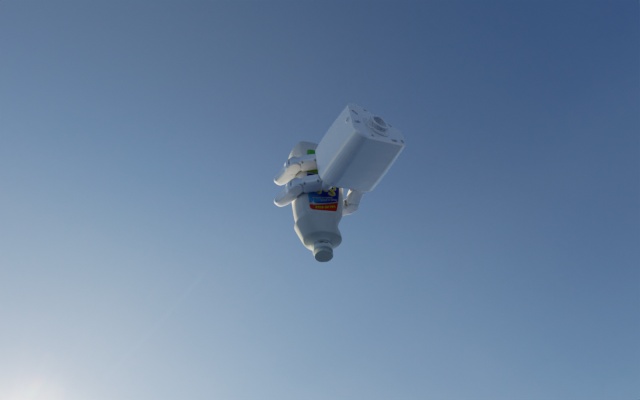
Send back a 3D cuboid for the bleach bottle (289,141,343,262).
[{"bbox_3d":[0.000,0.003,0.817,0.102,0.068,0.250,18,38,-23],"label":"bleach bottle"}]
